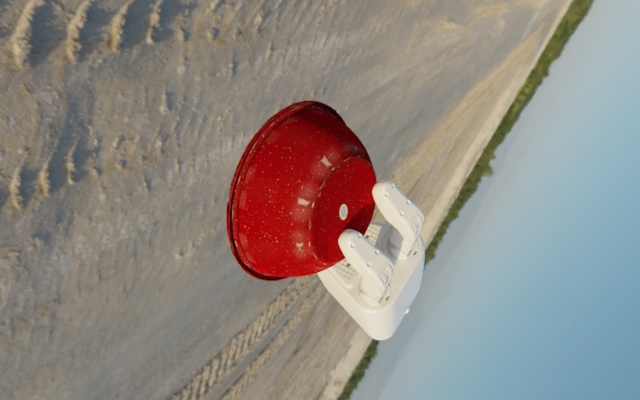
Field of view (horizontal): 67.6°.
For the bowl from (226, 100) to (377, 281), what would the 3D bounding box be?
[{"bbox_3d":[0.000,0.001,0.399,0.055,0.162,0.162,20,12,35],"label":"bowl"}]
